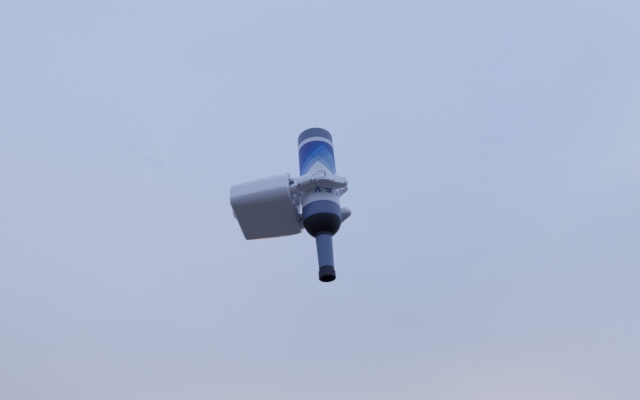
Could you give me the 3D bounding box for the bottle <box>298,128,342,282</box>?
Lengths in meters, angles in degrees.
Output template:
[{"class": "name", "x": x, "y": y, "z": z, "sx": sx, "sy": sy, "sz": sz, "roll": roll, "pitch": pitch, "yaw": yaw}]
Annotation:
[{"class": "bottle", "x": 0.000, "y": 0.002, "z": 0.831, "sx": 0.069, "sy": 0.295, "sz": 0.069, "roll": -3, "pitch": -35, "yaw": -2}]
